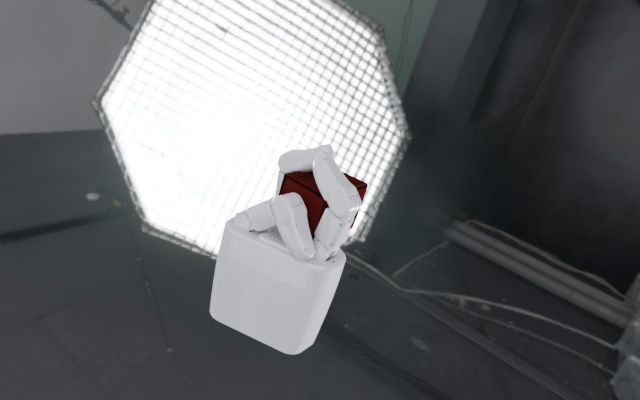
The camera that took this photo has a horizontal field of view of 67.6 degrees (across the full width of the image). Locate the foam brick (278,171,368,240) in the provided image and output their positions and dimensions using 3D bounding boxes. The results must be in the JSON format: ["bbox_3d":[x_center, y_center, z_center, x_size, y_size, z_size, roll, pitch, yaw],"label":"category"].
[{"bbox_3d":[0.000,0.001,0.470,0.053,0.051,0.078,28,25,28],"label":"foam brick"}]
